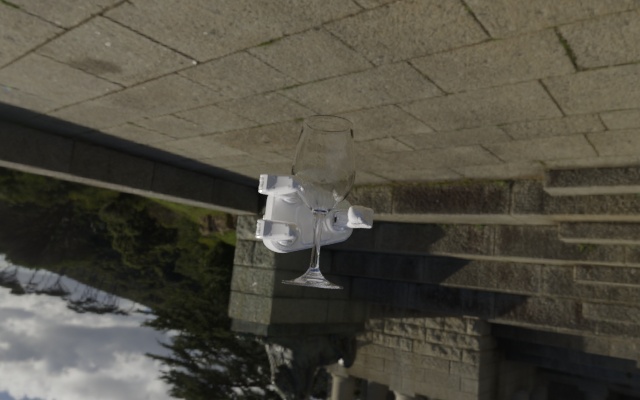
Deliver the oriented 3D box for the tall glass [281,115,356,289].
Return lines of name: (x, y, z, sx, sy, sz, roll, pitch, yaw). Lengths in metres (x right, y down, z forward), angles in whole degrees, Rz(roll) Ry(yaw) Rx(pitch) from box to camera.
tall glass: (0.000, 0.003, 0.577, 0.079, 0.201, 0.079, 6, -8, 1)
